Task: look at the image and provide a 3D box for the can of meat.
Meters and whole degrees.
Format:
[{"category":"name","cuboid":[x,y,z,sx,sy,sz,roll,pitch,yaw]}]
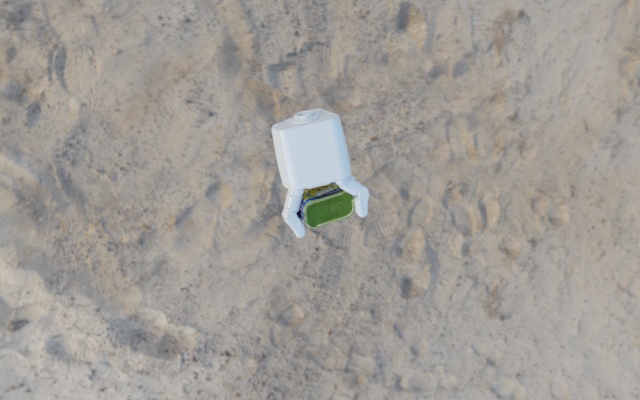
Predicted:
[{"category":"can of meat","cuboid":[0.000,0.003,0.858,0.102,0.057,0.084,-18,25,-20]}]
